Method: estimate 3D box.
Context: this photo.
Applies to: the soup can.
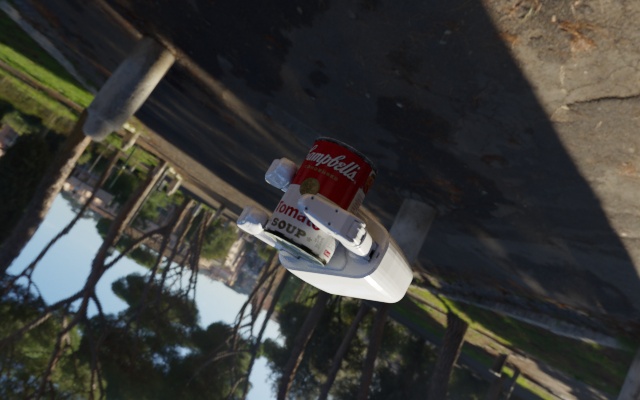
[{"bbox_3d":[0.000,0.002,0.446,0.068,0.102,0.068,29,-12,7],"label":"soup can"}]
